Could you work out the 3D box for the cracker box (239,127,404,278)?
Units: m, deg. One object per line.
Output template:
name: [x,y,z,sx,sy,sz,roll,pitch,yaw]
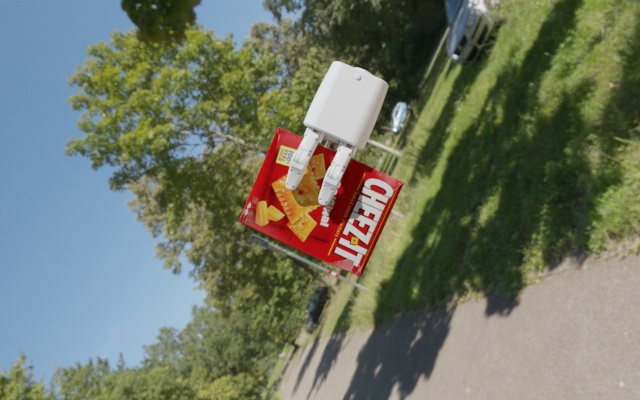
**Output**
cracker box: [0.000,0.002,0.756,0.213,0.164,0.072,24,3,4]
